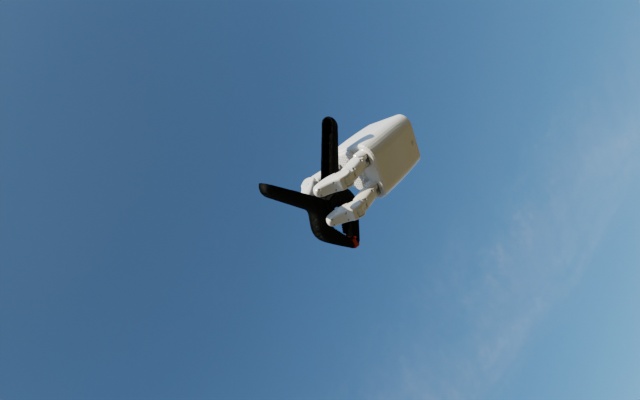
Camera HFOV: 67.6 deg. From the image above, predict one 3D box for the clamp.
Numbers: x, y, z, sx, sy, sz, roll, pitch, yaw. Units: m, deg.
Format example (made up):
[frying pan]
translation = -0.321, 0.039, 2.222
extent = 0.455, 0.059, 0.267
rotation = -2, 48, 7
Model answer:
[clamp]
translation = 0.000, 0.003, 0.725
extent = 0.036, 0.210, 0.164
rotation = 12, 44, 47
